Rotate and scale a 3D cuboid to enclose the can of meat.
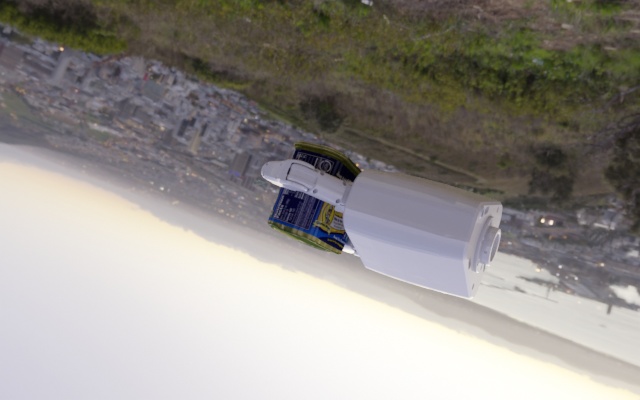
[{"bbox_3d":[0.000,0.002,0.465,0.057,0.084,0.102,16,-9,28],"label":"can of meat"}]
